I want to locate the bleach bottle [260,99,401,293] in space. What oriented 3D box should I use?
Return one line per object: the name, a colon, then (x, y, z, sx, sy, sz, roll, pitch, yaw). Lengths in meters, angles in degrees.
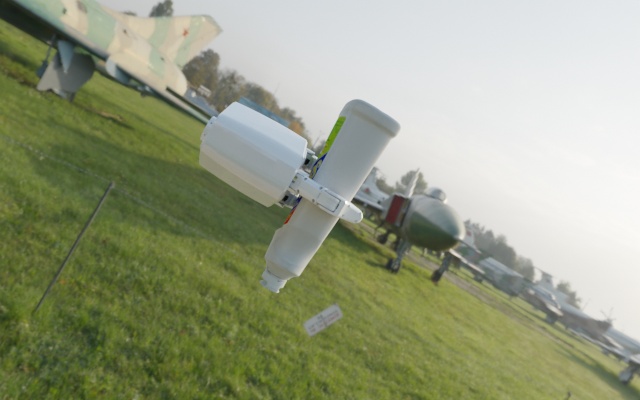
bleach bottle: (0.000, 0.002, 0.586, 0.068, 0.251, 0.102, 30, 3, -10)
